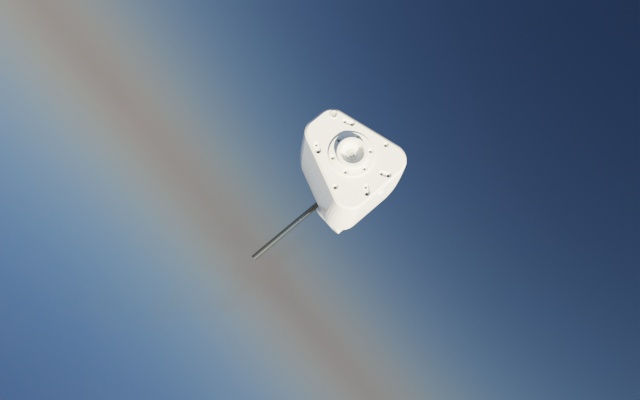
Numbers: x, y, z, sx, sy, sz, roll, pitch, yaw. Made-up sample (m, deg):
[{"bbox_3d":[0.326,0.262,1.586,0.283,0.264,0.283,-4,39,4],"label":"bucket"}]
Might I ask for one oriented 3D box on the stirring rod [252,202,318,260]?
[{"bbox_3d":[0.000,0.002,0.666,0.239,0.011,0.011,-40,8,-10],"label":"stirring rod"}]
